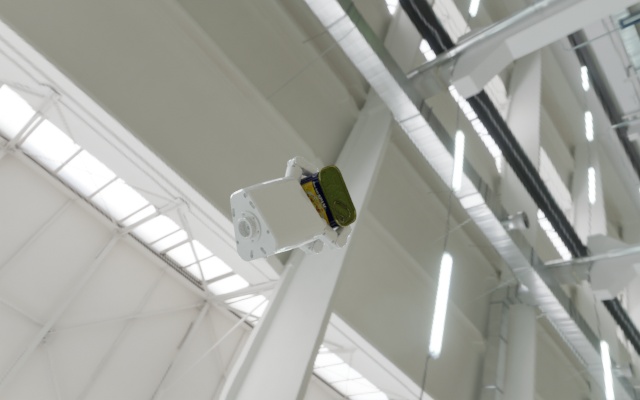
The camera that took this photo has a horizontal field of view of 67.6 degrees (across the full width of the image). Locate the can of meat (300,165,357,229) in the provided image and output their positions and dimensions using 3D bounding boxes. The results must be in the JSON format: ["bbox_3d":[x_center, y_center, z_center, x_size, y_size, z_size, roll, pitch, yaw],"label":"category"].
[{"bbox_3d":[0.000,0.003,0.799,0.084,0.102,0.057,-20,3,40],"label":"can of meat"}]
